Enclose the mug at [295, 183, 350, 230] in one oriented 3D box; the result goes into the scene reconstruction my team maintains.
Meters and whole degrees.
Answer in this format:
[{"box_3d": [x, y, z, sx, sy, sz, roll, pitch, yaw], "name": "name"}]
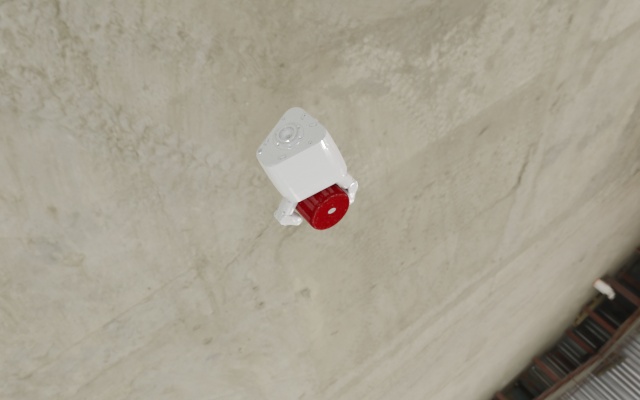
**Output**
[{"box_3d": [0.001, 0.004, 0.836, 0.081, 0.093, 0.117, 46, -6, 35], "name": "mug"}]
